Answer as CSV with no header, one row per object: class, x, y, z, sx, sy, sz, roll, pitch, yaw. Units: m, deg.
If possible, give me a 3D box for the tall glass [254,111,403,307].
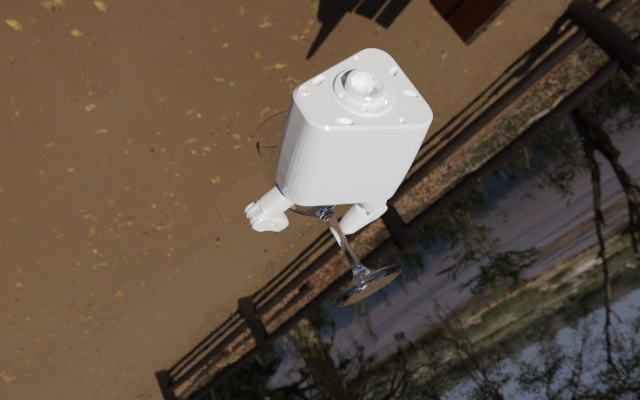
tall glass,0.000,0.002,0.487,0.079,0.201,0.079,-25,-24,-12
